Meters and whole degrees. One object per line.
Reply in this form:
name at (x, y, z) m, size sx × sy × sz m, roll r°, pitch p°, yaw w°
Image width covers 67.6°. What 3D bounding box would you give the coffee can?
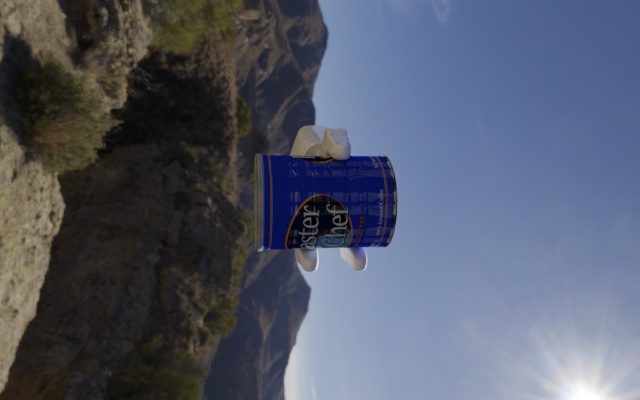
coffee can at (0.000, 0.002, 0.515) m, size 0.140 × 0.103 × 0.103 m, roll 0°, pitch 0°, yaw -9°
